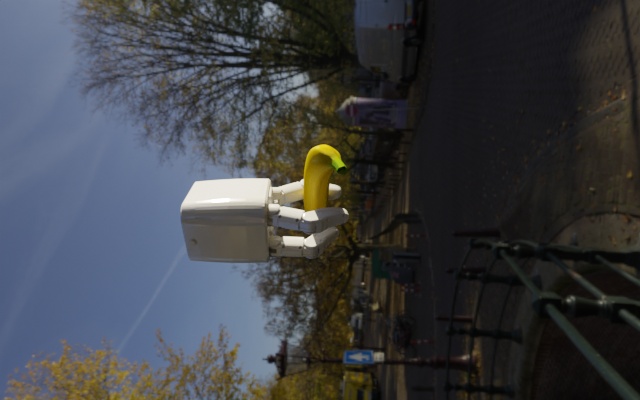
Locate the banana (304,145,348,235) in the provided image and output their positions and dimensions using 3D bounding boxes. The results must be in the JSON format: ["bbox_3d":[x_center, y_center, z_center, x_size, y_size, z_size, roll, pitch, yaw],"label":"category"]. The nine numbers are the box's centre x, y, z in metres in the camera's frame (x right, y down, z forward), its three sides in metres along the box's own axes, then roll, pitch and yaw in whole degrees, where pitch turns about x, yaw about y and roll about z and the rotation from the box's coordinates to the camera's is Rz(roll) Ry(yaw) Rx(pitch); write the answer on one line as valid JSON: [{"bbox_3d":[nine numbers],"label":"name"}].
[{"bbox_3d":[-0.002,-0.016,0.620,0.037,0.069,0.198,-4,-27,-9],"label":"banana"}]
